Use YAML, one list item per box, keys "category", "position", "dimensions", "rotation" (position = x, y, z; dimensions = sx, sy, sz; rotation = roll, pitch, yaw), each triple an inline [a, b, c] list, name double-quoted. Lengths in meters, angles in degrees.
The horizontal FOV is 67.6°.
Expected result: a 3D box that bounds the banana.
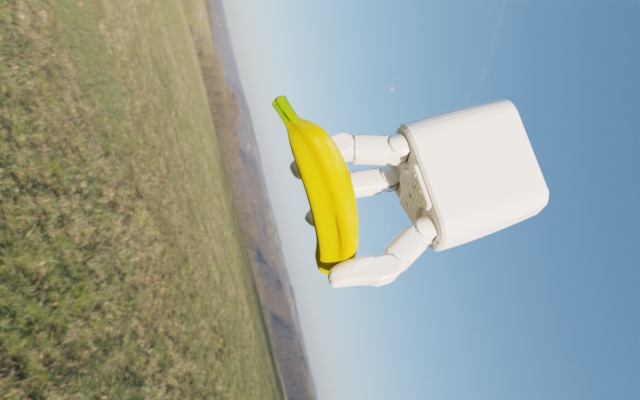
- category: "banana"
  position: [0.006, 0.010, 0.397]
  dimensions: [0.037, 0.198, 0.069]
  rotation: [-21, 42, -10]
